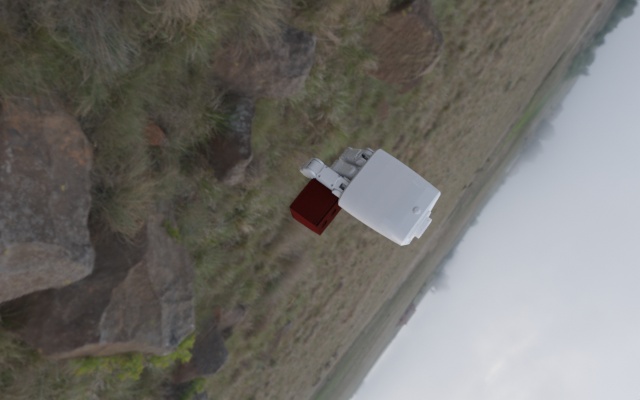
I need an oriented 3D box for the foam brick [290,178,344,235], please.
[{"bbox_3d":[0.000,0.002,0.692,0.051,0.078,0.053,36,-12,14],"label":"foam brick"}]
